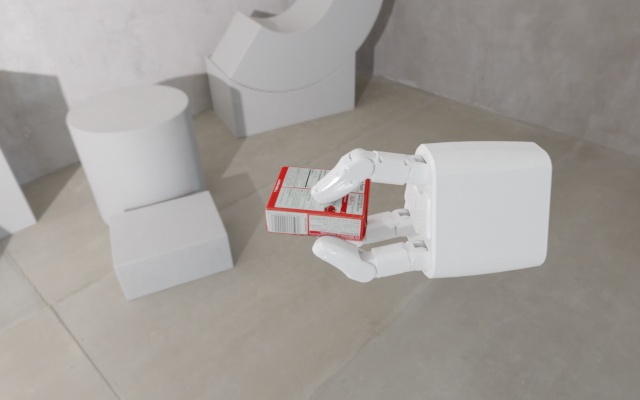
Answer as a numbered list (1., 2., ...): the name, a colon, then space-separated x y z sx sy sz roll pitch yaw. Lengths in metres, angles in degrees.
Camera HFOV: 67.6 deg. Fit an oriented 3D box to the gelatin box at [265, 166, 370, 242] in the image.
1. gelatin box: 0.000 0.001 0.440 0.089 0.030 0.073 5 36 5
